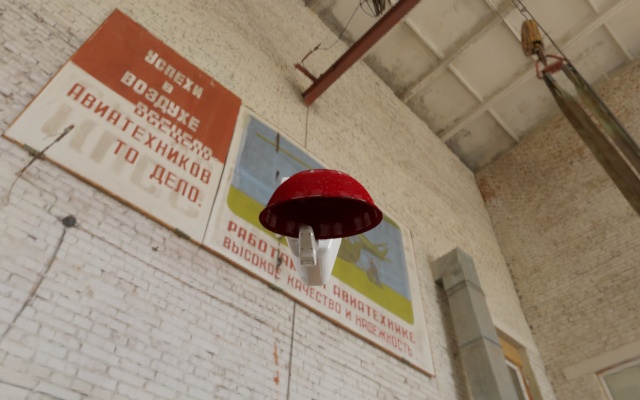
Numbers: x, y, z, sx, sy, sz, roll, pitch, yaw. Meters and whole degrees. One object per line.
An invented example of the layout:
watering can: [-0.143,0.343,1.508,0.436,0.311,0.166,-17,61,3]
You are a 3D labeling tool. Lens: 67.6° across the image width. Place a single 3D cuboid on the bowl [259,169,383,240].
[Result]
bowl: [0.000,0.001,0.631,0.162,0.055,0.162,-1,-22,0]
